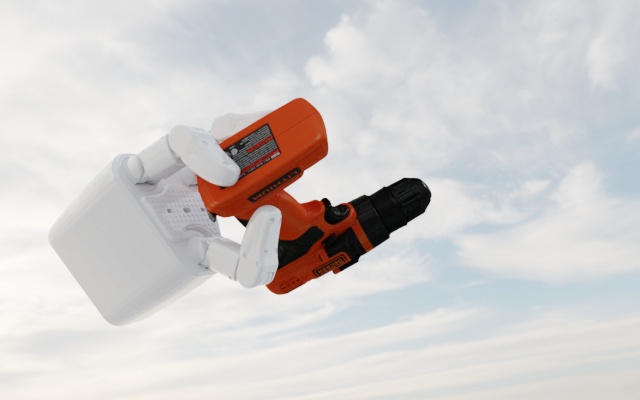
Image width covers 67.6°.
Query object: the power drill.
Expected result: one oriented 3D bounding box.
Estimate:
[{"bbox_3d":[0.000,0.001,0.409,0.184,0.057,0.188,-31,-38,4],"label":"power drill"}]
